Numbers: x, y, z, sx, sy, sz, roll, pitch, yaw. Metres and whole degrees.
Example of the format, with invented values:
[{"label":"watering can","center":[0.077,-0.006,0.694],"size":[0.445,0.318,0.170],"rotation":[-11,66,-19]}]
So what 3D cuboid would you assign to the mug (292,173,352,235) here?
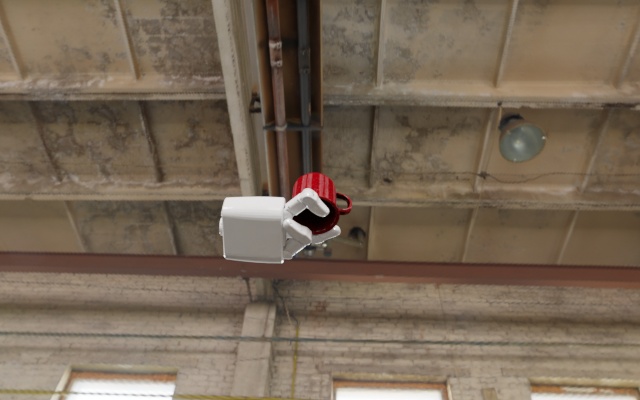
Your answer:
[{"label":"mug","center":[0.002,0.003,0.884],"size":[0.117,0.093,0.081],"rotation":[2,38,-1]}]
